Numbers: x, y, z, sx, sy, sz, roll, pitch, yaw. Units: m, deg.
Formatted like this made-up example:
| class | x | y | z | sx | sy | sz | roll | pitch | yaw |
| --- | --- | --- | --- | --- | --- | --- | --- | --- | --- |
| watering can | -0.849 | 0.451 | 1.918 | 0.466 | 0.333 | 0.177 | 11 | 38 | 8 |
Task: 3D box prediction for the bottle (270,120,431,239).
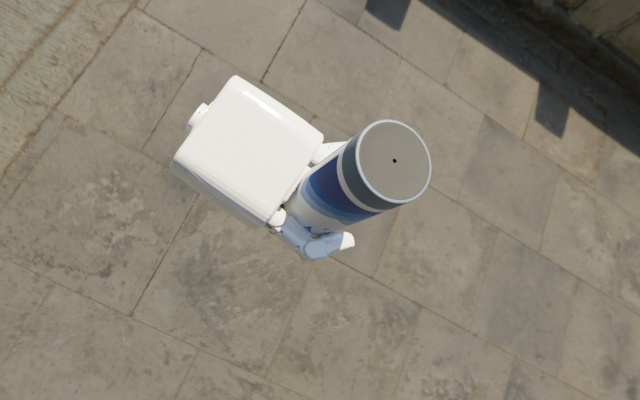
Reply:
| class | x | y | z | sx | sy | sz | roll | pitch | yaw |
| --- | --- | --- | --- | --- | --- | --- | --- | --- | --- |
| bottle | 0.000 | 0.002 | 0.492 | 0.069 | 0.069 | 0.296 | 0 | -12 | -23 |
